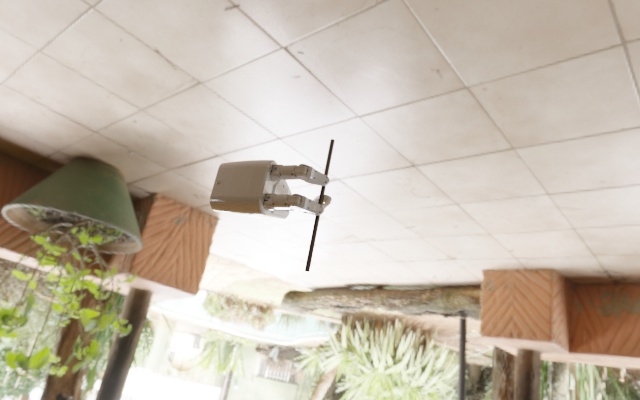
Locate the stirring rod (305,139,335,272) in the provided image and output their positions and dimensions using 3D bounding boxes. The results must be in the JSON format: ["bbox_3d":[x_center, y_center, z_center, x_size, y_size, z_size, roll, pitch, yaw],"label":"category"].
[{"bbox_3d":[0.000,0.003,0.803,0.011,0.239,0.011,10,-22,4],"label":"stirring rod"}]
